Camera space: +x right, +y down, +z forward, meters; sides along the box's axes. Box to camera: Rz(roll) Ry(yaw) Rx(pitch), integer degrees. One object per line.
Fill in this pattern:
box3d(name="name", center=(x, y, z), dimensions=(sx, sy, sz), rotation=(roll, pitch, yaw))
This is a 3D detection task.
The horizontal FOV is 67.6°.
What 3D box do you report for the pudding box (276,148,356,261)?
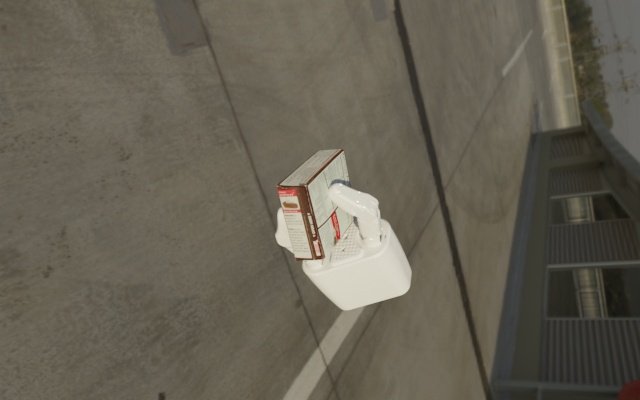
box3d(name="pudding box", center=(0.000, 0.002, 0.533), dimensions=(0.039, 0.090, 0.113), rotation=(-4, 23, 25))
